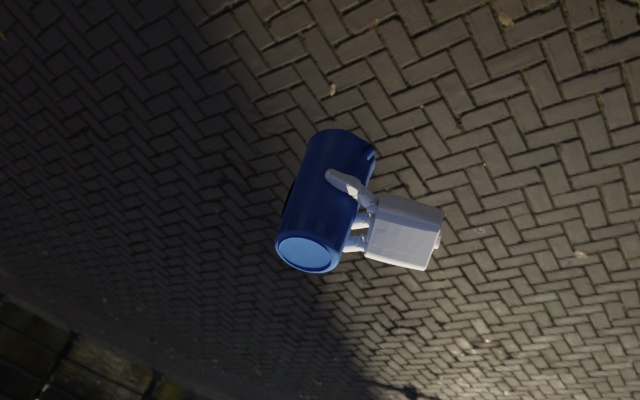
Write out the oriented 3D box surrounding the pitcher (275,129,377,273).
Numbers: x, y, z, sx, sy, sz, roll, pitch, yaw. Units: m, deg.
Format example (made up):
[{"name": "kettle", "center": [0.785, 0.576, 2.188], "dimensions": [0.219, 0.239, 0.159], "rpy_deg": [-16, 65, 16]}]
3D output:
[{"name": "pitcher", "center": [0.000, 0.003, 0.830], "dimensions": [0.145, 0.242, 0.149], "rpy_deg": [16, -40, 5]}]
